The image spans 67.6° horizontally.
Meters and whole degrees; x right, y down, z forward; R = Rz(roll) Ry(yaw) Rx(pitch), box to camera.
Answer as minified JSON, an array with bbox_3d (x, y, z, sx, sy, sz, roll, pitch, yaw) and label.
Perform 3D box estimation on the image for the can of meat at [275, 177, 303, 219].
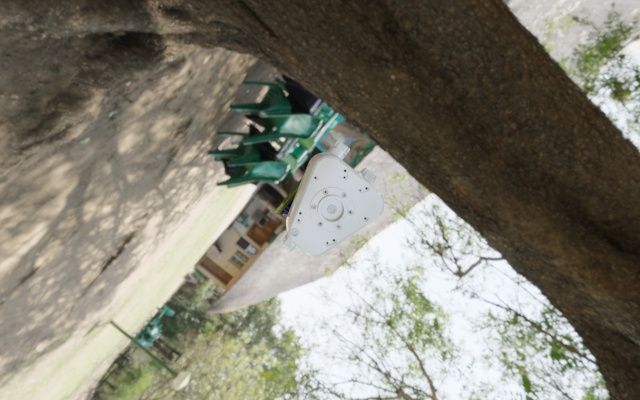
[{"bbox_3d":[0.000,0.002,0.672,0.084,0.102,0.057,40,0,-5],"label":"can of meat"}]
